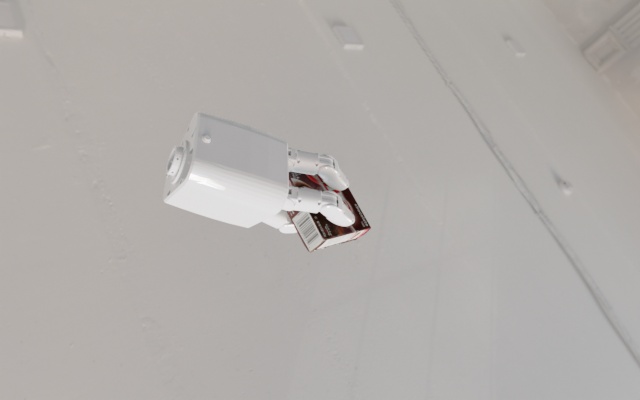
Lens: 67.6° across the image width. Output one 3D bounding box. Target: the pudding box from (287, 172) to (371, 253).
[{"bbox_3d":[0.000,0.002,0.594,0.090,0.113,0.039,-11,-22,-45],"label":"pudding box"}]
